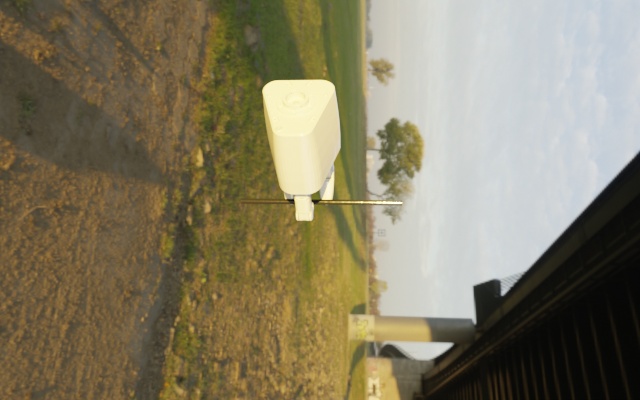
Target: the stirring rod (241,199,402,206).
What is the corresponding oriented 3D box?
[{"bbox_3d":[0.000,0.002,0.713,0.239,0.011,0.011,1,0,5],"label":"stirring rod"}]
